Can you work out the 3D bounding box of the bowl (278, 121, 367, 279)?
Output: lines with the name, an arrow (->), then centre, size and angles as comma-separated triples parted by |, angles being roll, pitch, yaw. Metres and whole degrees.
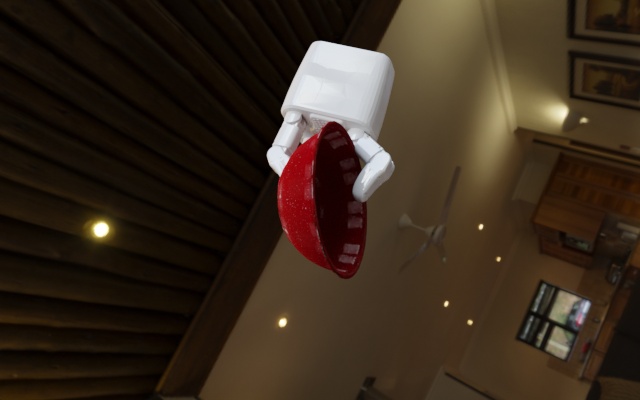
bowl -> -0.001, 0.003, 0.498 | 0.055, 0.162, 0.162 | -6, -2, 21
